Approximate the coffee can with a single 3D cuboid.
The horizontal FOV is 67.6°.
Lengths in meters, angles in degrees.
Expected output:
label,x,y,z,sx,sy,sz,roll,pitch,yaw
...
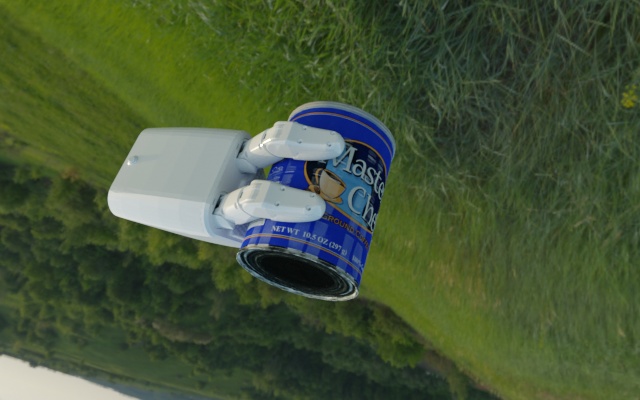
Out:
label,x,y,z,sx,sy,sz,roll,pitch,yaw
coffee can,0.000,0.001,0.412,0.103,0.140,0.103,14,-26,7
